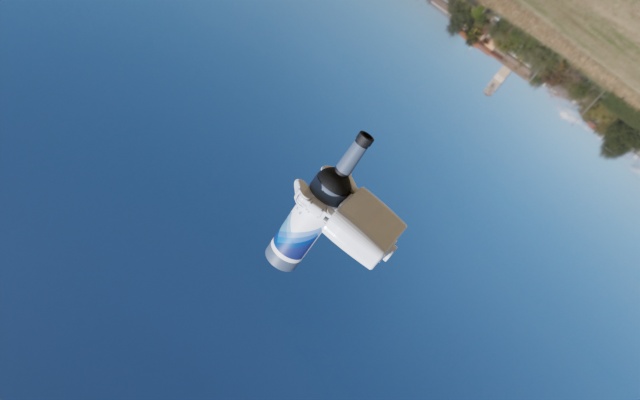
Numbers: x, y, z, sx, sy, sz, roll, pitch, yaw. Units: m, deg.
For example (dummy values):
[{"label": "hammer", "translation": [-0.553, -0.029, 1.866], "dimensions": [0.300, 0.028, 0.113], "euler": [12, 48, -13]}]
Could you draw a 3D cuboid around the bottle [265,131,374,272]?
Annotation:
[{"label": "bottle", "translation": [0.000, 0.003, 0.833], "dimensions": [0.069, 0.296, 0.069], "euler": [27, 29, -16]}]
